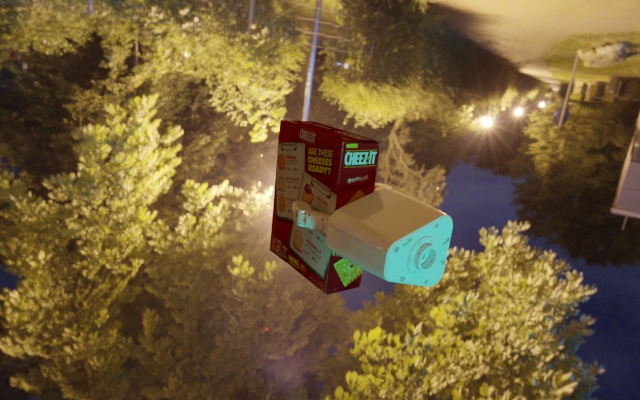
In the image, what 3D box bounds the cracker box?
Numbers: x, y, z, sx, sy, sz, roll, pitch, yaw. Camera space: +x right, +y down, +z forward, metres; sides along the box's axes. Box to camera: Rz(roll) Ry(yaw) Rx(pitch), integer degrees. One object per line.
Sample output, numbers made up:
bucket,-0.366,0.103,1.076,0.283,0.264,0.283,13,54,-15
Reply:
cracker box,0.000,0.002,0.695,0.072,0.214,0.164,-5,20,-34
